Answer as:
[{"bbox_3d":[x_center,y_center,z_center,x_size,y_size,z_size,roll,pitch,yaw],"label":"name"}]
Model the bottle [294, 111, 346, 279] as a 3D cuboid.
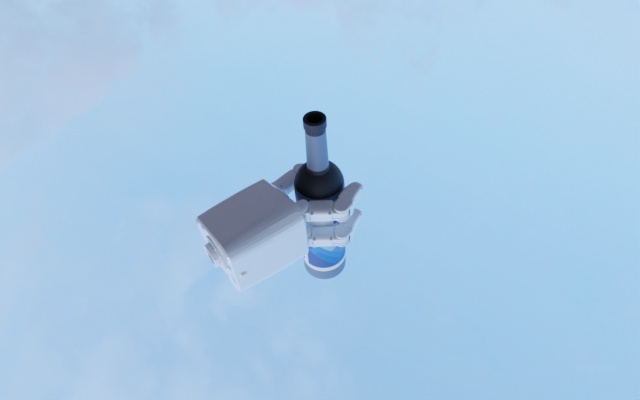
[{"bbox_3d":[0.000,0.002,0.651,0.069,0.069,0.296,0,-40,4],"label":"bottle"}]
